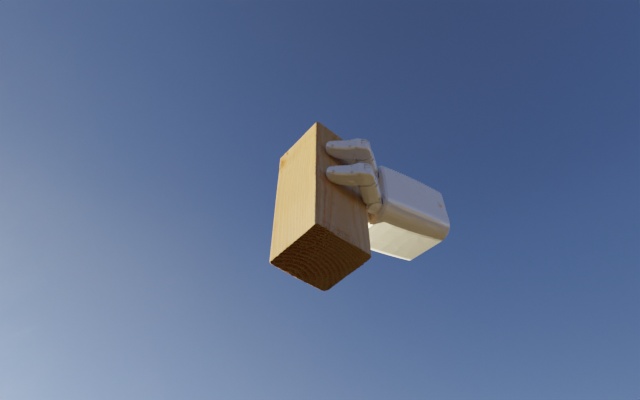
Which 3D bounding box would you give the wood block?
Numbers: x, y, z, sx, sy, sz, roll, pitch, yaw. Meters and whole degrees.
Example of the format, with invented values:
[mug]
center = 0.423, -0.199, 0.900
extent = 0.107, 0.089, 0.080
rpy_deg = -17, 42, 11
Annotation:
[wood block]
center = 0.000, 0.002, 0.639
extent = 0.090, 0.206, 0.091
rpy_deg = 32, -56, -25
